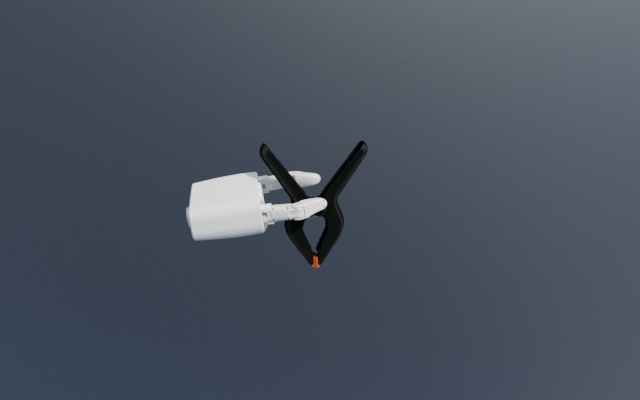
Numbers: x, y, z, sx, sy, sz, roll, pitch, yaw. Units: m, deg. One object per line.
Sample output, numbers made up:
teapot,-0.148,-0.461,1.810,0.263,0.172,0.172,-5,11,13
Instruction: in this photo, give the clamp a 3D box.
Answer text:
clamp,0.000,0.003,0.751,0.164,0.210,0.036,-9,18,-5
